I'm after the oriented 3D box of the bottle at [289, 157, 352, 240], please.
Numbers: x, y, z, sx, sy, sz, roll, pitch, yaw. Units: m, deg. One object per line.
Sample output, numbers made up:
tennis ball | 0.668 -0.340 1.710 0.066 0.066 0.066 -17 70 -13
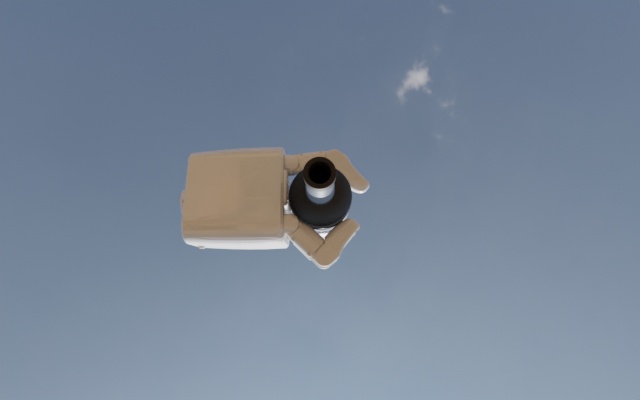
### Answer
bottle | 0.000 0.002 0.533 0.069 0.069 0.296 0 -10 0
